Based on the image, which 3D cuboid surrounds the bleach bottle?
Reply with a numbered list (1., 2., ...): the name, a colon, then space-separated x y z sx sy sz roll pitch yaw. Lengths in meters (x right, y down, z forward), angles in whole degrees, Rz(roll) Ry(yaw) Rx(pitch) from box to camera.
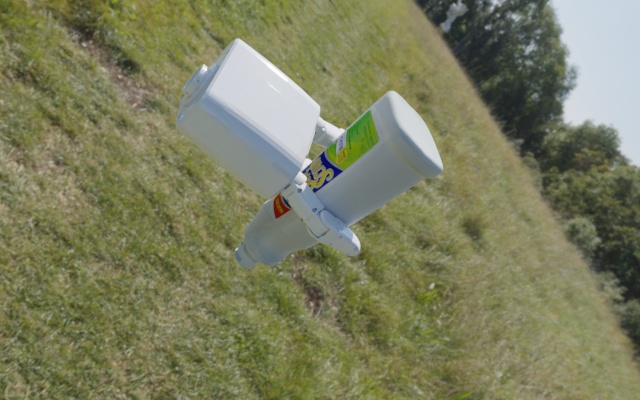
1. bleach bottle: 0.000 0.002 0.494 0.251 0.102 0.068 -38 -60 25
